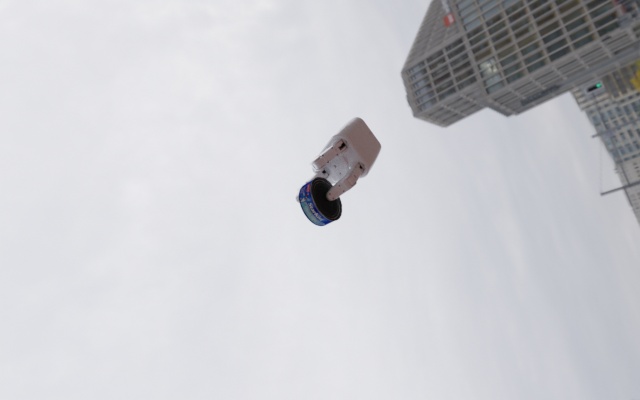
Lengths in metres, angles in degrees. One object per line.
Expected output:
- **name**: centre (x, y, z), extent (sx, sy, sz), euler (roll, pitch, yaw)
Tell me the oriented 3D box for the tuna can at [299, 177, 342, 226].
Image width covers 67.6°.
- **tuna can**: centre (0.000, 0.003, 0.863), extent (0.034, 0.086, 0.086), euler (-27, -15, 33)
